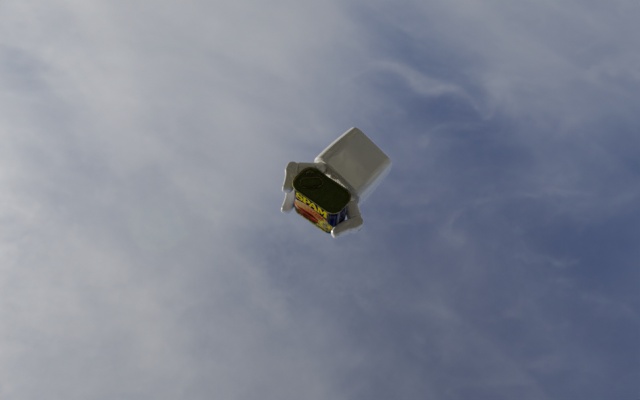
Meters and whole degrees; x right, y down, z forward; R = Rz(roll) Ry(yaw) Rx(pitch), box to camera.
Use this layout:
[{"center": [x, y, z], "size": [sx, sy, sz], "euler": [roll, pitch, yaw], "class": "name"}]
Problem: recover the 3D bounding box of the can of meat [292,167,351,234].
[{"center": [0.000, 0.003, 0.841], "size": [0.102, 0.057, 0.084], "euler": [35, -27, 17], "class": "can of meat"}]
